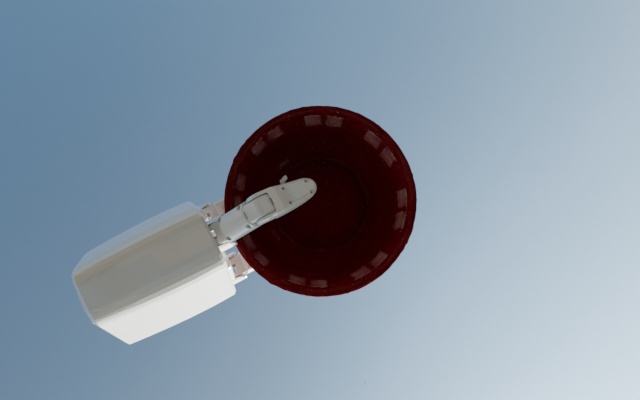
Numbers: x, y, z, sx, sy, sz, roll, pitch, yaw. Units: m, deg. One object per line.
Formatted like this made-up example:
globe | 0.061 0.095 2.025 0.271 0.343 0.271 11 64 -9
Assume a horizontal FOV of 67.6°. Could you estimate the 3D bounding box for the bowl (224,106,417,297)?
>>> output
bowl | 0.001 0.001 0.425 0.162 0.162 0.055 0 -5 1
